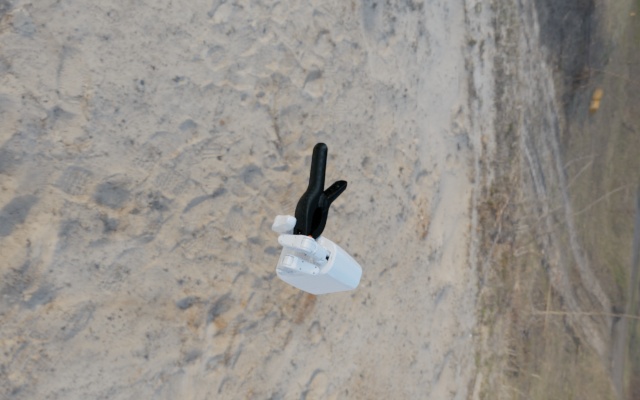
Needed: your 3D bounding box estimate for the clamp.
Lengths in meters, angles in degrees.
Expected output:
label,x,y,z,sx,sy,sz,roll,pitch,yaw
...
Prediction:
label,x,y,z,sx,sy,sz,roll,pitch,yaw
clamp,0.001,0.003,0.804,0.039,0.171,0.120,5,-22,36
